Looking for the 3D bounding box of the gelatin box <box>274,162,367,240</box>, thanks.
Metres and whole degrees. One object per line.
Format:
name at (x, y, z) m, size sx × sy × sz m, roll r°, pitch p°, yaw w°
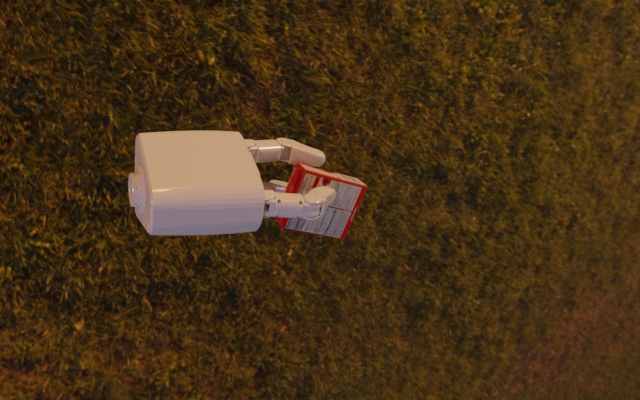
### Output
gelatin box at (0.001, 0.002, 0.554) m, size 0.089 × 0.073 × 0.030 m, roll 13°, pitch 18°, yaw -29°
